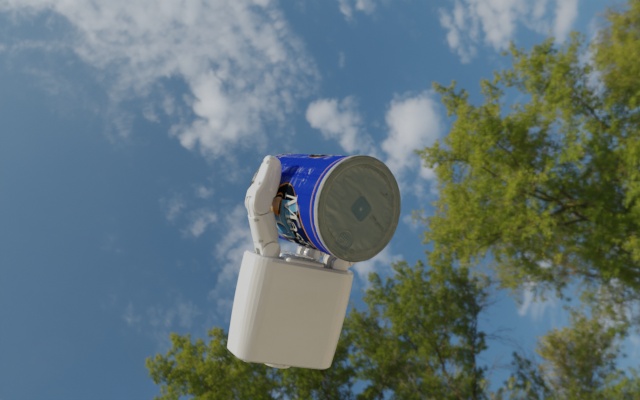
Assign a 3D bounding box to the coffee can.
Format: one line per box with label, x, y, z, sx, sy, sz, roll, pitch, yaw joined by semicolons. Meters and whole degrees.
coffee can;0.000;0.001;0.510;0.103;0.103;0.140;0;6;-35
